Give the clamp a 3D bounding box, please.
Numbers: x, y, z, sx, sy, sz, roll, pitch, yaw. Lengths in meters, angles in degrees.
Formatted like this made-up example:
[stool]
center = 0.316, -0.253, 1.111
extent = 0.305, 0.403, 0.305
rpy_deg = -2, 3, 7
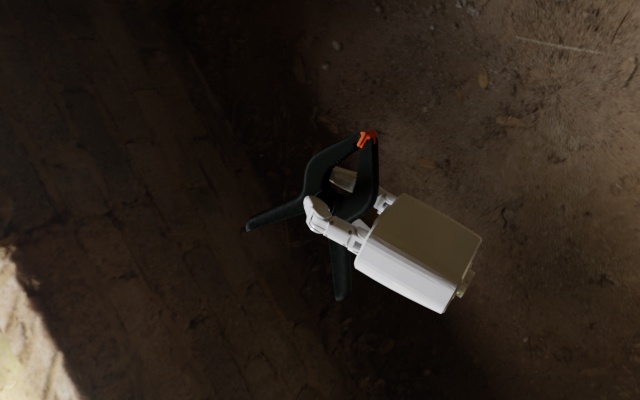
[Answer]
[clamp]
center = 0.000, 0.002, 0.584
extent = 0.164, 0.210, 0.036
rpy_deg = 29, 22, 15
